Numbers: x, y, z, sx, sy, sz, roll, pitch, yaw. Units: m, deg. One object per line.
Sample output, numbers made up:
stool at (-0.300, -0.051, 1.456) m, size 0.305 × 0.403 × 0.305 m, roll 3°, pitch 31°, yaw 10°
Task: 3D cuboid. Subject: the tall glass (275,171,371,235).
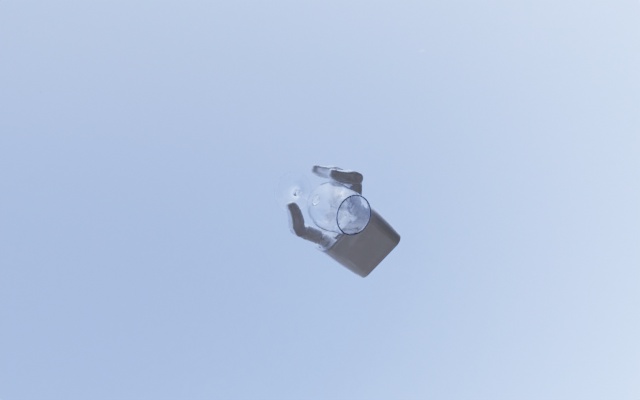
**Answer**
tall glass at (0.000, 0.002, 0.784) m, size 0.079 × 0.079 × 0.201 m, roll 0°, pitch 11°, yaw -30°
